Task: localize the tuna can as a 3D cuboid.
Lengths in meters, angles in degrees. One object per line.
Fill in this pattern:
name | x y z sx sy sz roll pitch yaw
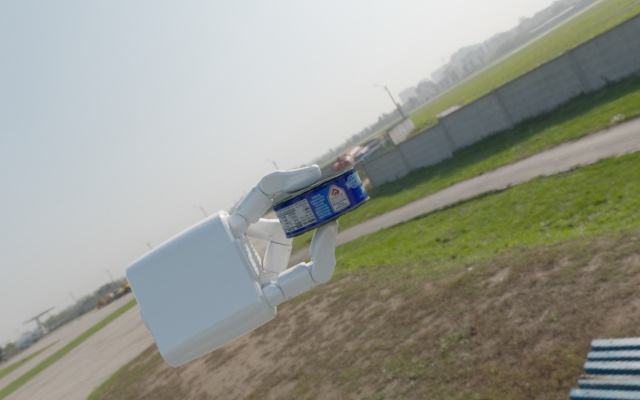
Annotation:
tuna can | 0.000 0.001 0.442 0.086 0.034 0.086 -25 3 2
